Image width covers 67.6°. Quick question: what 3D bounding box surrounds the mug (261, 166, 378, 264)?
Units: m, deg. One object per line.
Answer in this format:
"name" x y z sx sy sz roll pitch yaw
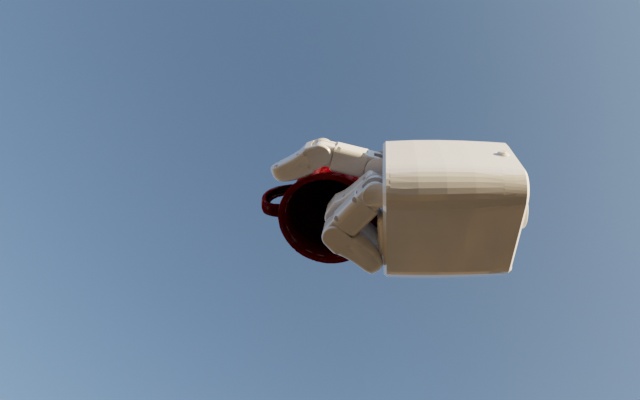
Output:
"mug" -0.001 0.002 0.475 0.117 0.093 0.081 0 25 9
